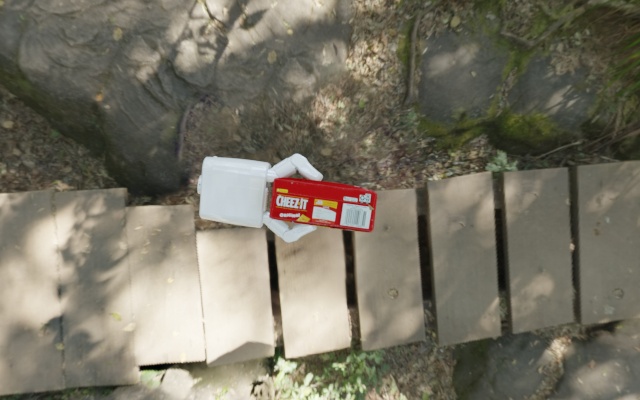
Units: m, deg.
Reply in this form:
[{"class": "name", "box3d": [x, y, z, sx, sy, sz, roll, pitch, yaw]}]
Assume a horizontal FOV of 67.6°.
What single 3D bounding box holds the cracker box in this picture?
[{"class": "cracker box", "box3d": [0.000, 0.003, 0.831, 0.164, 0.072, 0.213, 8, 2, -3]}]
